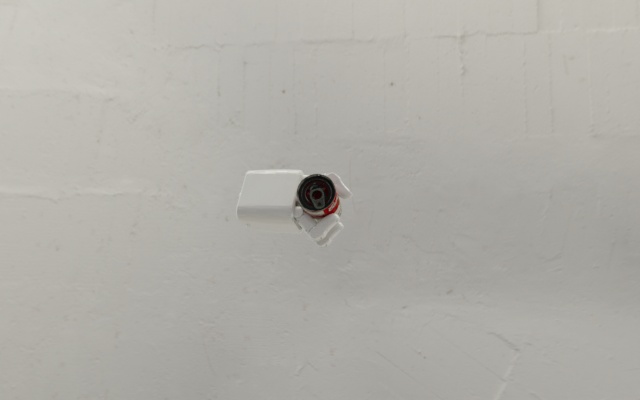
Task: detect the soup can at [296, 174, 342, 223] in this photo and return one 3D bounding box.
[{"bbox_3d":[0.001,0.003,0.852,0.068,0.068,0.102,0,-19,9],"label":"soup can"}]
